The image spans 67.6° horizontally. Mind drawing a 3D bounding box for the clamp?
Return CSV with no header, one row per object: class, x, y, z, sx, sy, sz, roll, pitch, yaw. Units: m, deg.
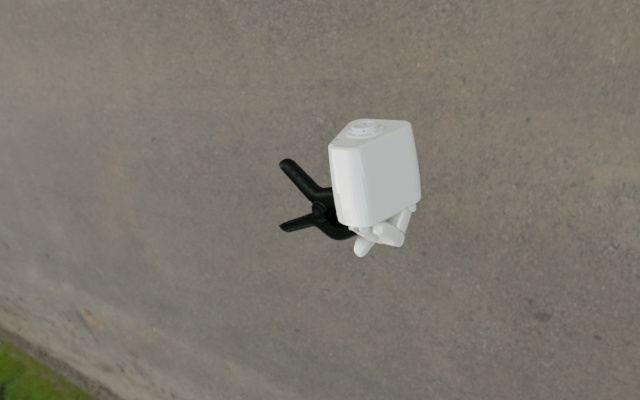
clamp,0.000,0.003,0.699,0.171,0.120,0.039,9,29,35
